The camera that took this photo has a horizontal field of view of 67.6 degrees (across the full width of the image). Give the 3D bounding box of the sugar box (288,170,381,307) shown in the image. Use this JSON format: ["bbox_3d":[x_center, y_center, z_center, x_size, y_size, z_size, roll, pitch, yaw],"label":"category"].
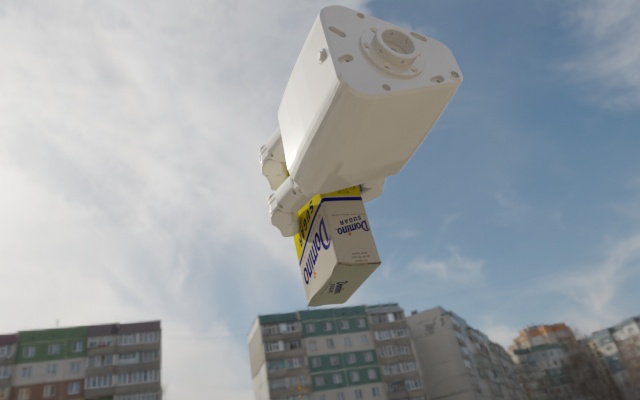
[{"bbox_3d":[0.000,0.001,0.456,0.048,0.176,0.093,0,-33,-20],"label":"sugar box"}]
